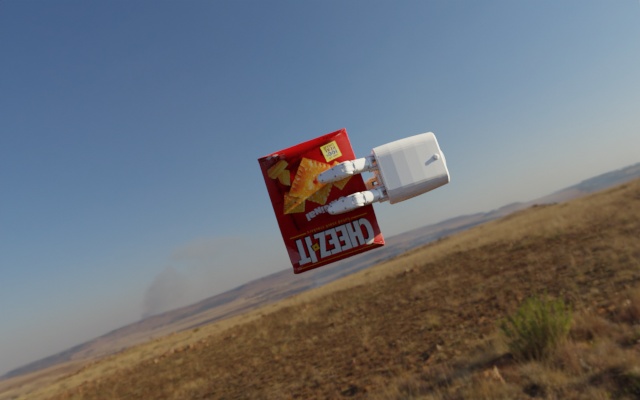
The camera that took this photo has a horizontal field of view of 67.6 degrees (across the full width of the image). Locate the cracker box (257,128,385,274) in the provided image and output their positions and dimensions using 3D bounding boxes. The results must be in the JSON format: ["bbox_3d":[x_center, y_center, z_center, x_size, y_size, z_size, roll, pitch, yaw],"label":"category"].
[{"bbox_3d":[0.000,0.003,0.833,0.164,0.213,0.072,-19,-7,0],"label":"cracker box"}]
